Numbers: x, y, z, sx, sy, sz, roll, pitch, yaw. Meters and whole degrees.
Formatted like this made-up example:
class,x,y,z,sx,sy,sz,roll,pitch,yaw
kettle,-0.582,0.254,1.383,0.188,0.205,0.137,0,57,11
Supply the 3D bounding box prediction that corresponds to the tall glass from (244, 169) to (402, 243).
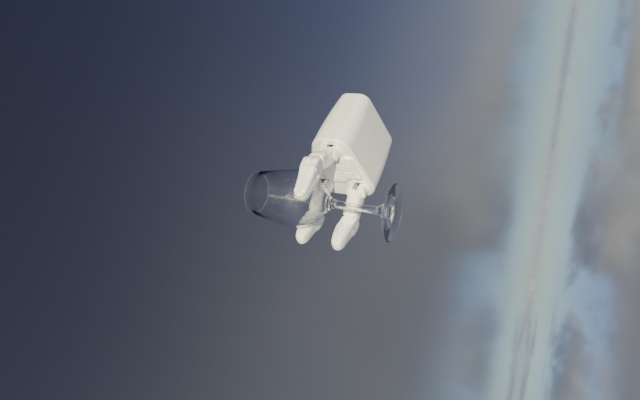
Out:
class,x,y,z,sx,sy,sz,roll,pitch,yaw
tall glass,0.001,0.002,0.627,0.201,0.079,0.079,8,3,25
